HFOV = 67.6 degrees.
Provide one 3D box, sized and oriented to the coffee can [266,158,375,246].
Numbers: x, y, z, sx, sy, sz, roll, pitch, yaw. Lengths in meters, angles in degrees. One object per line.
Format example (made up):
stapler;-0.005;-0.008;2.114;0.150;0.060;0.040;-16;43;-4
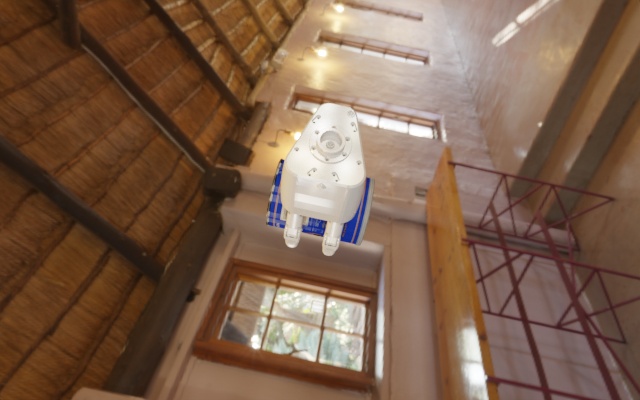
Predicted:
coffee can;0.000;0.002;0.704;0.140;0.103;0.103;12;0;1
